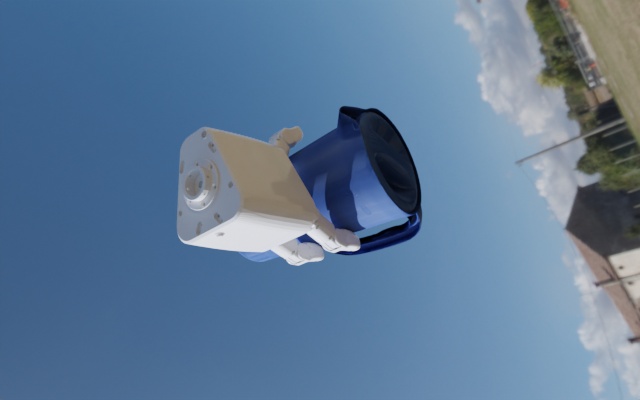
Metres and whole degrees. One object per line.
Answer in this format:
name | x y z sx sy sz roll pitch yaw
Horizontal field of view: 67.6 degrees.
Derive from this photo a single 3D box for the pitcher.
pitcher | 0.000 0.002 0.608 0.243 0.149 0.145 -24 -19 30
